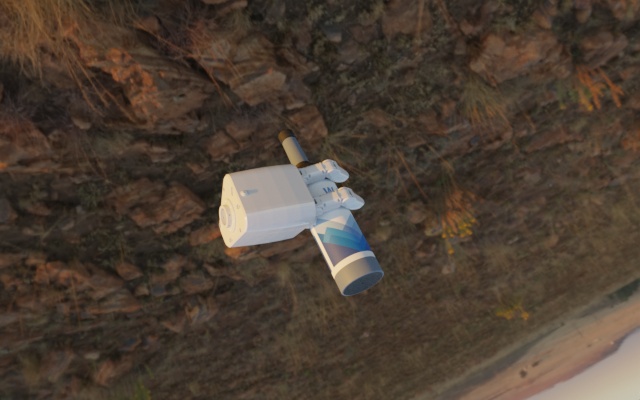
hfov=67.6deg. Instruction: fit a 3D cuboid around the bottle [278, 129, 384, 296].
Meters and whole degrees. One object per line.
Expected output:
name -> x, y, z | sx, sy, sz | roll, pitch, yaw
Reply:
bottle -> 0.000, 0.003, 0.741 | 0.069, 0.295, 0.069 | -21, -29, -12
